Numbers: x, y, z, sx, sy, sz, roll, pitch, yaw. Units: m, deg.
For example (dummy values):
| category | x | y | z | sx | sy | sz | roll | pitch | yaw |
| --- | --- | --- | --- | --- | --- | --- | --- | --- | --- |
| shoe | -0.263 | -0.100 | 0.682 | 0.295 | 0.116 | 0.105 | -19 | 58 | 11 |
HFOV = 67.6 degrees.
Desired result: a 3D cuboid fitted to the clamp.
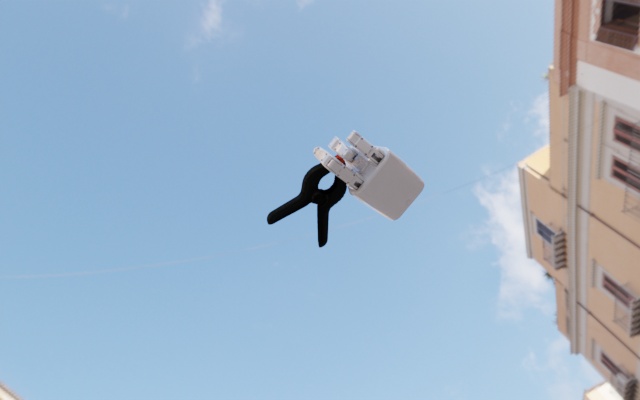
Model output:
| category | x | y | z | sx | sy | sz | roll | pitch | yaw |
| --- | --- | --- | --- | --- | --- | --- | --- | --- | --- |
| clamp | 0.000 | 0.002 | 0.839 | 0.120 | 0.171 | 0.039 | 34 | 14 | -29 |
